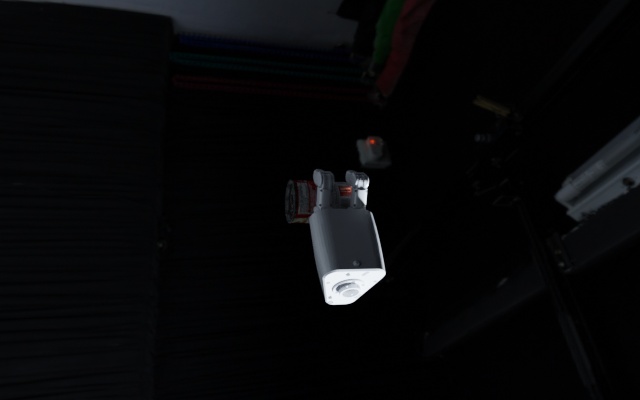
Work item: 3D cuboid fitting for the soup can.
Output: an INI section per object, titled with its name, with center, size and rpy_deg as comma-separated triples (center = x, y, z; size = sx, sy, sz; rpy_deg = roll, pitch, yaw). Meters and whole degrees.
[soup can]
center = 0.000, 0.002, 0.761
size = 0.102, 0.068, 0.068
rpy_deg = 1, 0, -16
